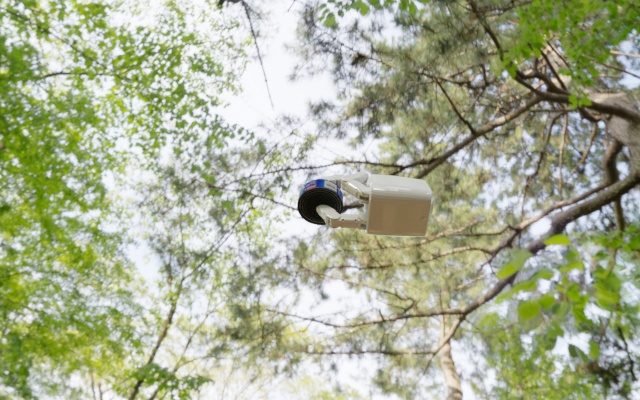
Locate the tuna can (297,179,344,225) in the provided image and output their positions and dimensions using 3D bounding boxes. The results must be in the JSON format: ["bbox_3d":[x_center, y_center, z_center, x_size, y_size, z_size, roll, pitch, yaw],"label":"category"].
[{"bbox_3d":[0.000,0.003,0.889,0.086,0.086,0.033,0,35,3],"label":"tuna can"}]
